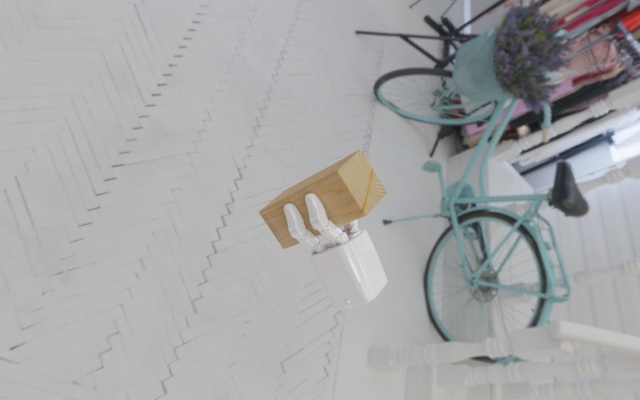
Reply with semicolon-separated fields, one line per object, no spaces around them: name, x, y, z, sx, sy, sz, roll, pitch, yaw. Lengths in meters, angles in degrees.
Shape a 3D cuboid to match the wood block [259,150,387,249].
wood block;0.001;0.003;0.848;0.206;0.090;0.090;-26;11;41
